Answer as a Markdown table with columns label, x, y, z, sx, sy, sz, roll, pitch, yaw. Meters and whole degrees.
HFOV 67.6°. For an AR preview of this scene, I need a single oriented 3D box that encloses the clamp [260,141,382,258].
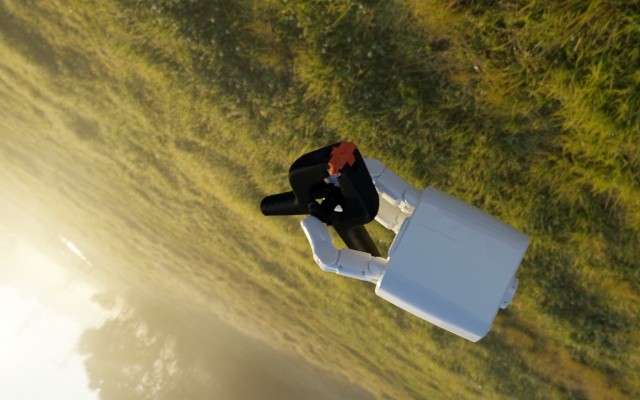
| label | x | y | z | sx | sy | sz | roll | pitch | yaw |
| --- | --- | --- | --- | --- | --- | --- | --- | --- | --- |
| clamp | 0.000 | 0.002 | 0.492 | 0.164 | 0.036 | 0.210 | 25 | -25 | 14 |
